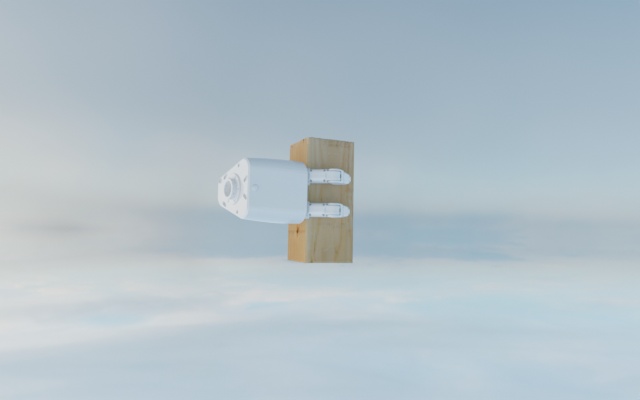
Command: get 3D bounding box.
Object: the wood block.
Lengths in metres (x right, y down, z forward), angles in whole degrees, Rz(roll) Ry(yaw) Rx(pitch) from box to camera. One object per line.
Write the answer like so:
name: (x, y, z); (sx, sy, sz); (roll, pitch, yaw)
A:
wood block: (0.000, 0.003, 0.832); (0.090, 0.206, 0.091); (3, -4, -24)
